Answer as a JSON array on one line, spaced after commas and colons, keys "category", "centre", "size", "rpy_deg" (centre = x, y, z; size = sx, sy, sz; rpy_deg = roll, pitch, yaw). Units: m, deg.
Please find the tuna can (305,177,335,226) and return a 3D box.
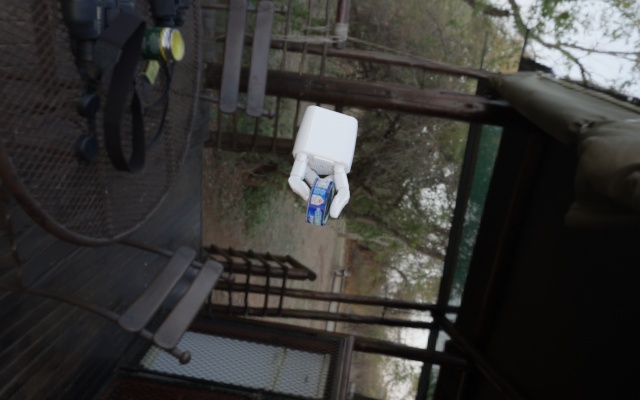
[{"category": "tuna can", "centre": [0.001, 0.003, 0.870], "size": [0.034, 0.086, 0.086], "rpy_deg": [13, 2, 8]}]
